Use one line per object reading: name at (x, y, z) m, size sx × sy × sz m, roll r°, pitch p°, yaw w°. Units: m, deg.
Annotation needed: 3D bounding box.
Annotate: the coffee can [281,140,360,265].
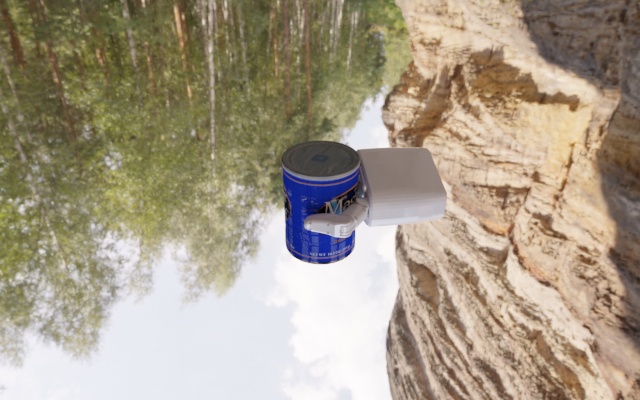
coffee can at (0.000, 0.002, 0.659) m, size 0.103 × 0.140 × 0.102 m, roll 0°, pitch 33°, yaw 0°
